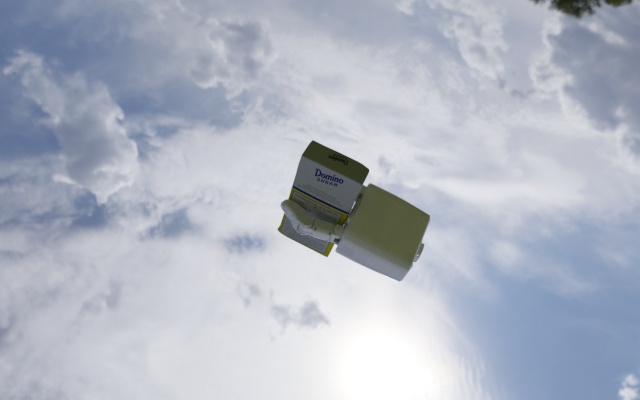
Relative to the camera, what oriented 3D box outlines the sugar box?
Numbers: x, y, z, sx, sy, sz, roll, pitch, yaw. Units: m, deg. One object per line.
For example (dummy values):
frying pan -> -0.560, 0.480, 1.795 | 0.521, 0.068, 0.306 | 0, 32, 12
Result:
sugar box -> 0.000, 0.002, 0.706 | 0.093, 0.176, 0.048 | 27, 45, 4
